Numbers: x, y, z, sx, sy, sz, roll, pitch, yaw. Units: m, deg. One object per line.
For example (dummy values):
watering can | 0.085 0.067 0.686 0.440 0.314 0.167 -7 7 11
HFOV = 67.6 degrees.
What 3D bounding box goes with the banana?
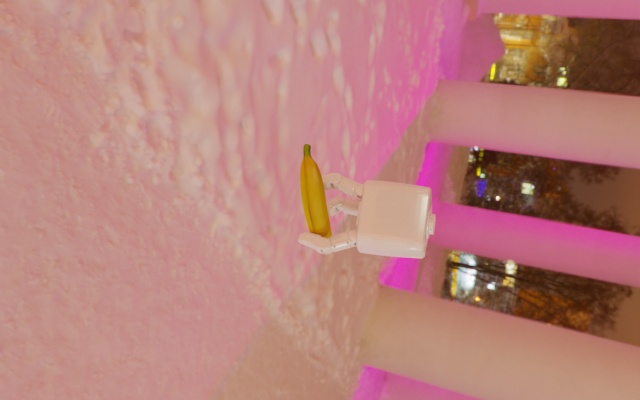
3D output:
banana | -0.004 0.010 0.783 0.037 0.198 0.069 1 33 15
